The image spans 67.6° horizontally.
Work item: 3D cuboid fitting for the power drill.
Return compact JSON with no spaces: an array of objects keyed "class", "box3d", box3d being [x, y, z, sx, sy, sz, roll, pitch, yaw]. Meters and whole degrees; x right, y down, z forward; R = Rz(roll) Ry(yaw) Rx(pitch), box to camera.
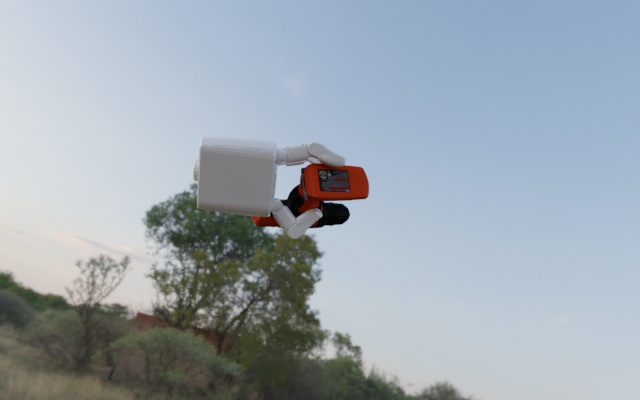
[{"class":"power drill","box3d":[0.000,0.002,0.780,0.184,0.057,0.188,-1,-20,-28]}]
